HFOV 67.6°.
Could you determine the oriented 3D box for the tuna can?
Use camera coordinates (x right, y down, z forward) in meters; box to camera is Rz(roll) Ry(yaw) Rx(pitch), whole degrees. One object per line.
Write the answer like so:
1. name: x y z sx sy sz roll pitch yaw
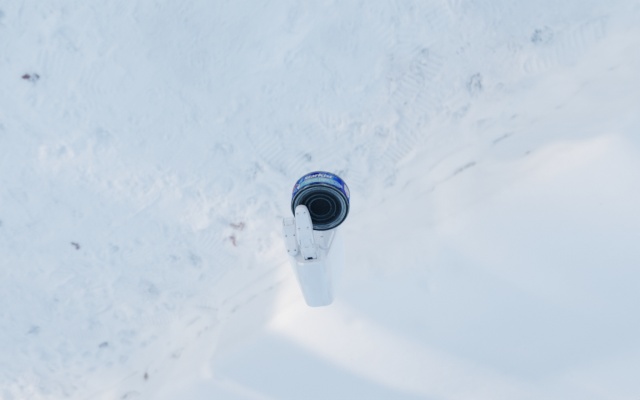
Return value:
1. tuna can: 0.000 0.003 0.689 0.086 0.086 0.033 0 34 3
